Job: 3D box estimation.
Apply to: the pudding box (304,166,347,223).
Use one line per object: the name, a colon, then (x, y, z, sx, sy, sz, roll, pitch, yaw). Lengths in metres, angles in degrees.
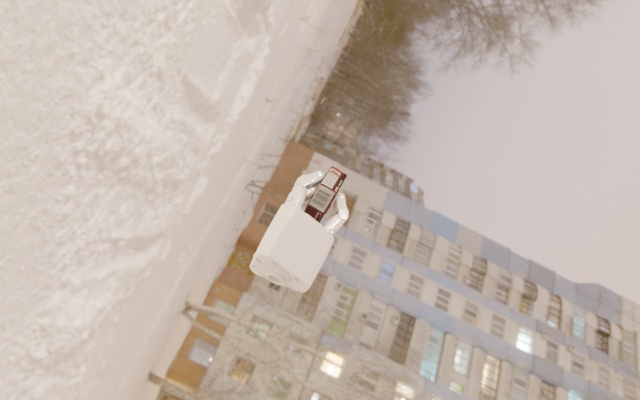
pudding box: (0.000, 0.003, 0.882, 0.039, 0.113, 0.090, 32, 29, -1)
